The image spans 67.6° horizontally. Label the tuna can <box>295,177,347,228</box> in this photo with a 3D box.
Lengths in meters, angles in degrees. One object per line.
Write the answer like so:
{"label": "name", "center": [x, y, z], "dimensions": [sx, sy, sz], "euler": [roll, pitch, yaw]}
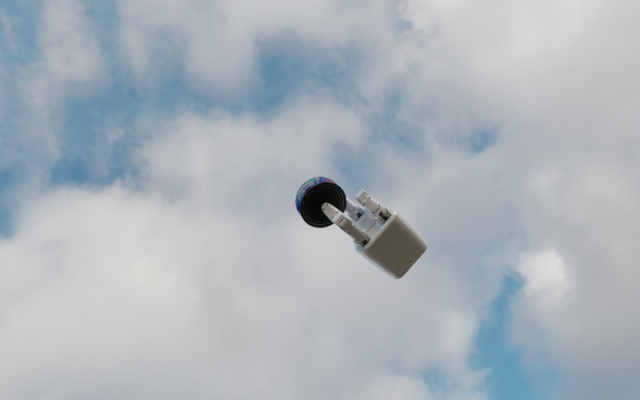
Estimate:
{"label": "tuna can", "center": [0.000, 0.002, 0.829], "dimensions": [0.086, 0.086, 0.033], "euler": [0, 22, -22]}
